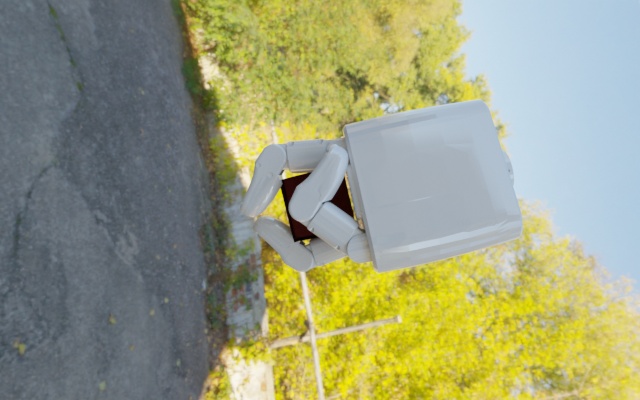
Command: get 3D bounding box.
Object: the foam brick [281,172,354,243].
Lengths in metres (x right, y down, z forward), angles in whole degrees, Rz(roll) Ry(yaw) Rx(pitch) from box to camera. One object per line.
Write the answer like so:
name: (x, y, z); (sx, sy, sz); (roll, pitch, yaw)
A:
foam brick: (0.000, 0.001, 0.407); (0.051, 0.053, 0.078); (-13, 3, 4)
